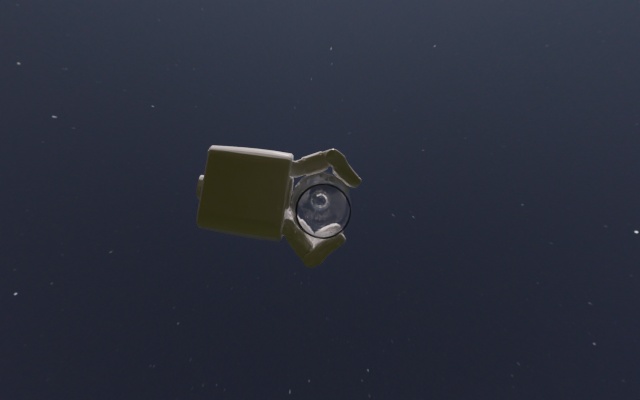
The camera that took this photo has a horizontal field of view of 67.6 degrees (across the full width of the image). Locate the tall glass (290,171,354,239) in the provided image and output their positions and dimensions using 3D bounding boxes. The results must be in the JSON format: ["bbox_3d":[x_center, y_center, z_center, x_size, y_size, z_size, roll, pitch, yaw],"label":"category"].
[{"bbox_3d":[0.000,0.002,0.623,0.079,0.079,0.201,0,6,-2],"label":"tall glass"}]
